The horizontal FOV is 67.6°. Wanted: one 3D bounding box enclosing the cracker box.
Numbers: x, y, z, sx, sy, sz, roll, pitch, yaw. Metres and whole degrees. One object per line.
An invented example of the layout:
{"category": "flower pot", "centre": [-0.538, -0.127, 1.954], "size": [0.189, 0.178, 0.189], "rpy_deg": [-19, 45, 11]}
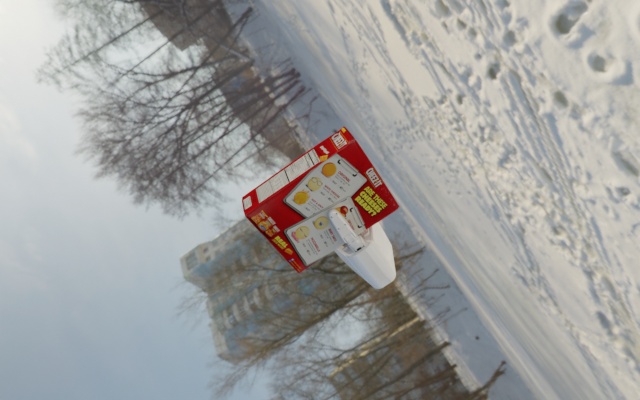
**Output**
{"category": "cracker box", "centre": [0.000, 0.003, 0.810], "size": [0.214, 0.164, 0.072], "rpy_deg": [-34, 34, 6]}
